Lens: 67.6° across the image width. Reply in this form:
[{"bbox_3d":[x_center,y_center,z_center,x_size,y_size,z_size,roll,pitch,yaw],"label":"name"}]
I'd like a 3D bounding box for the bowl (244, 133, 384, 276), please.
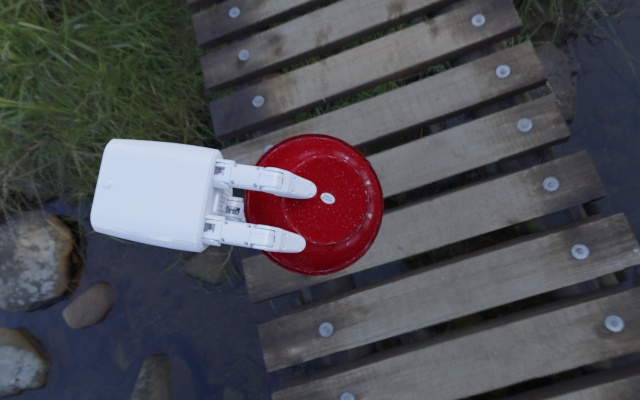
[{"bbox_3d":[0.001,0.002,0.514,0.162,0.162,0.055,0,-5,-13],"label":"bowl"}]
